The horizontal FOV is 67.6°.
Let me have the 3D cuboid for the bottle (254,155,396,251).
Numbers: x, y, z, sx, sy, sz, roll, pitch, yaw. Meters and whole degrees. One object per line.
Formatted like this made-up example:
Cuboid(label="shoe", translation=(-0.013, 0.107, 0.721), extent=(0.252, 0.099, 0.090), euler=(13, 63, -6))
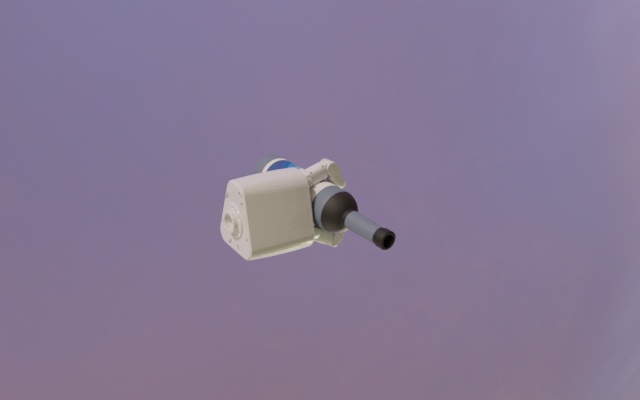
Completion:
Cuboid(label="bottle", translation=(0.000, 0.002, 0.728), extent=(0.069, 0.069, 0.295), euler=(0, 20, -40))
